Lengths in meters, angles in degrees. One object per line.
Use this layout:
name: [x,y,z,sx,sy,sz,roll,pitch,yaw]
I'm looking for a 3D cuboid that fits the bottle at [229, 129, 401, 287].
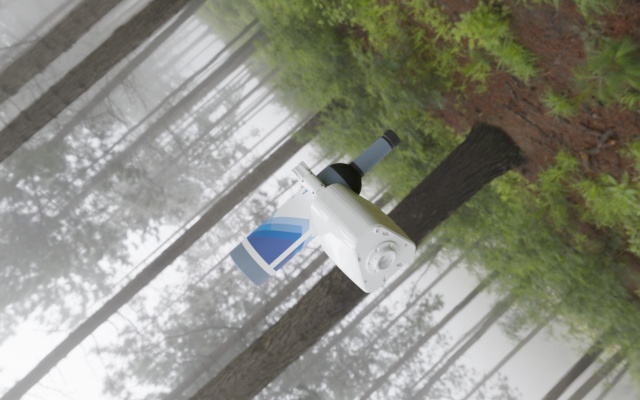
bottle: [0.000,0.002,0.698,0.295,0.069,0.069,-42,3,-3]
